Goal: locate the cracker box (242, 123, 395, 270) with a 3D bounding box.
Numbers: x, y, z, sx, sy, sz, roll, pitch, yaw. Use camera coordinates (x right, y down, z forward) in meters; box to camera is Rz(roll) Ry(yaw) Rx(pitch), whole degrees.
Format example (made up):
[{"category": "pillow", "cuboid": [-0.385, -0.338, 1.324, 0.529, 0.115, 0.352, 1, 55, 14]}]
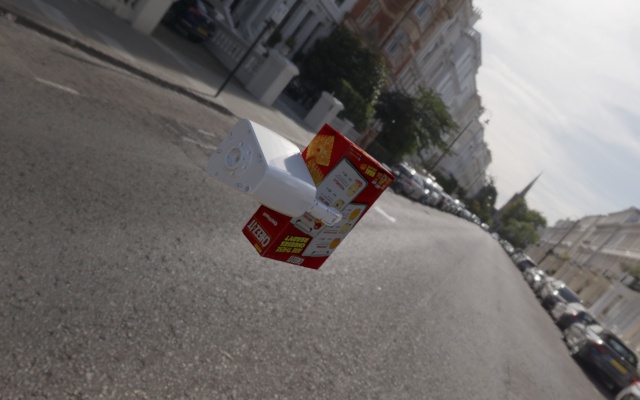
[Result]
[{"category": "cracker box", "cuboid": [0.000, 0.002, 0.770, 0.072, 0.214, 0.164, 46, 12, 33]}]
